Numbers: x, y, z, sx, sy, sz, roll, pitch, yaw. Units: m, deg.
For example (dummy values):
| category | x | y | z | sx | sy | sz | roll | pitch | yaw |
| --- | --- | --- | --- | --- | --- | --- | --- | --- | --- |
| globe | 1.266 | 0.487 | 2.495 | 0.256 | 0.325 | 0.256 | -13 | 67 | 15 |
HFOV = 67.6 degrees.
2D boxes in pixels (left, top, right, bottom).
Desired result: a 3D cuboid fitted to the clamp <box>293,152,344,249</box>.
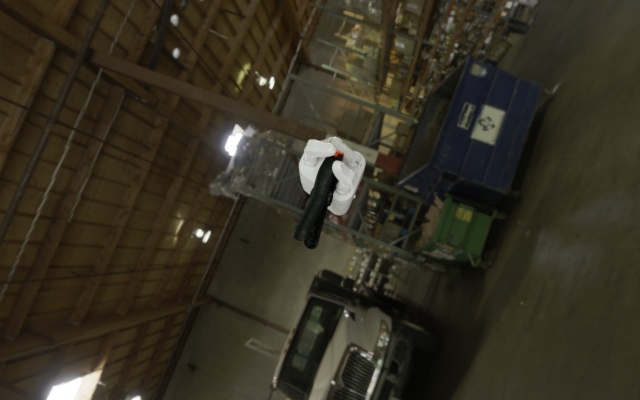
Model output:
| category | x | y | z | sx | sy | sz | roll | pitch | yaw |
| --- | --- | --- | --- | --- | --- | --- | --- | --- | --- |
| clamp | 0.000 | 0.002 | 0.795 | 0.039 | 0.171 | 0.120 | 22 | -18 | 7 |
